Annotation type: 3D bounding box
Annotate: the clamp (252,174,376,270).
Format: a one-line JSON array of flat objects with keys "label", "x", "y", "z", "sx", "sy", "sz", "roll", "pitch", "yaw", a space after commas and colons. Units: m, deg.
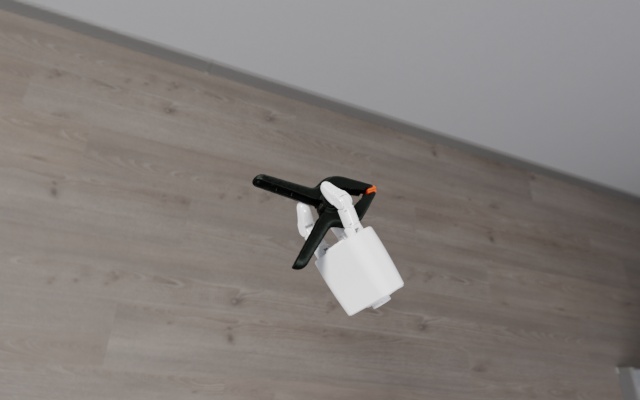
[{"label": "clamp", "x": 0.001, "y": 0.002, "z": 0.783, "sx": 0.210, "sy": 0.164, "sz": 0.036, "roll": -24, "pitch": -14, "yaw": -33}]
